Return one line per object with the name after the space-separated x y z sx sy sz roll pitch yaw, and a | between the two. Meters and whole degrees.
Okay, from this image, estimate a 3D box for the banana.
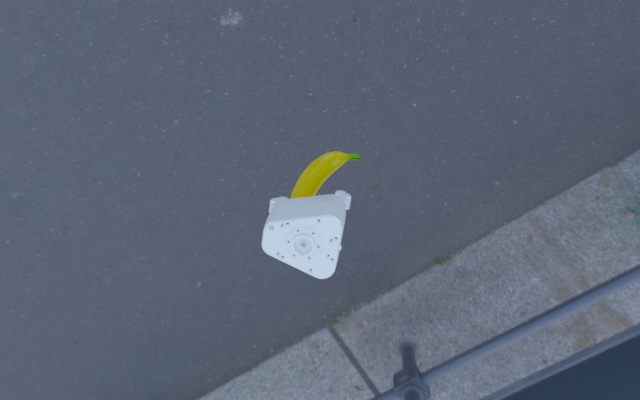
-0.014 -0.010 0.809 0.069 0.198 0.037 32 12 -10 | banana
